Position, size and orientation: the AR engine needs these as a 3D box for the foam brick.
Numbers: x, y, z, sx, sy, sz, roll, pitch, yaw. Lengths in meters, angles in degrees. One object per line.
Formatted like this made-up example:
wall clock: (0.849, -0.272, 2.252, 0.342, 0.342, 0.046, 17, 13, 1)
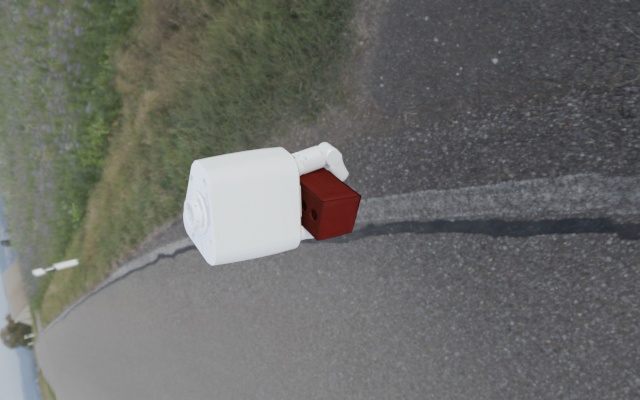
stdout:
foam brick: (0.000, 0.002, 0.554, 0.051, 0.053, 0.078, -11, 35, -33)
